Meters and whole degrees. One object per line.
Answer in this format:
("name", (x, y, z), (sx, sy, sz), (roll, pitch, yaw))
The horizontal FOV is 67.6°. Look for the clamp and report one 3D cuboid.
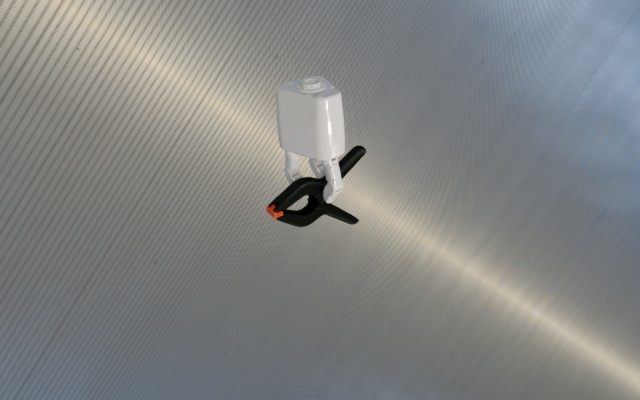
("clamp", (0.000, 0.003, 0.869), (0.210, 0.165, 0.036), (-24, 37, -28))
